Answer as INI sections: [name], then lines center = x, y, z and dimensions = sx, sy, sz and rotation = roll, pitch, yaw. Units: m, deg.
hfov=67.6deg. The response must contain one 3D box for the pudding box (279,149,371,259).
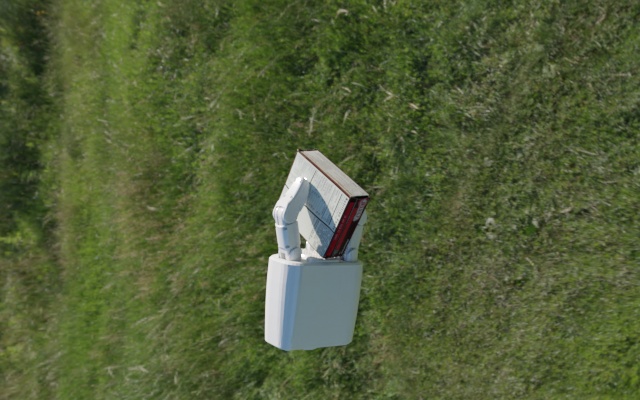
[pudding box]
center = 0.000, 0.002, 0.584
dimensions = 0.039, 0.090, 0.113
rotation = -4, 37, -44
